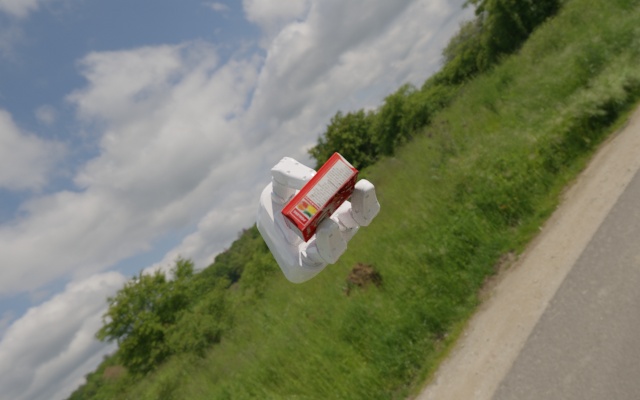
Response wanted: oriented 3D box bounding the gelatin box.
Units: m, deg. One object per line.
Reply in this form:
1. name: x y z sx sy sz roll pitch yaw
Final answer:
1. gelatin box: 0.000 0.001 0.453 0.030 0.073 0.089 42 -9 9
